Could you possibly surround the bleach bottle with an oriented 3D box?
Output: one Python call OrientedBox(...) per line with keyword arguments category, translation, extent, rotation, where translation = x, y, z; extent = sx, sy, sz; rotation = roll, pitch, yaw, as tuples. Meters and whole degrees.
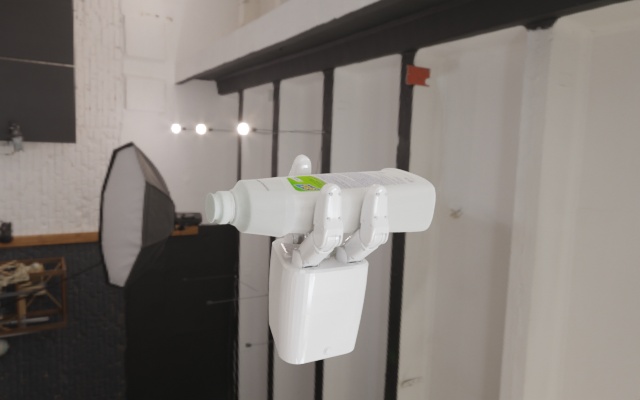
OrientedBox(category="bleach bottle", translation=(0.000, 0.002, 0.514), extent=(0.251, 0.068, 0.102), rotation=(-2, 14, -31))
